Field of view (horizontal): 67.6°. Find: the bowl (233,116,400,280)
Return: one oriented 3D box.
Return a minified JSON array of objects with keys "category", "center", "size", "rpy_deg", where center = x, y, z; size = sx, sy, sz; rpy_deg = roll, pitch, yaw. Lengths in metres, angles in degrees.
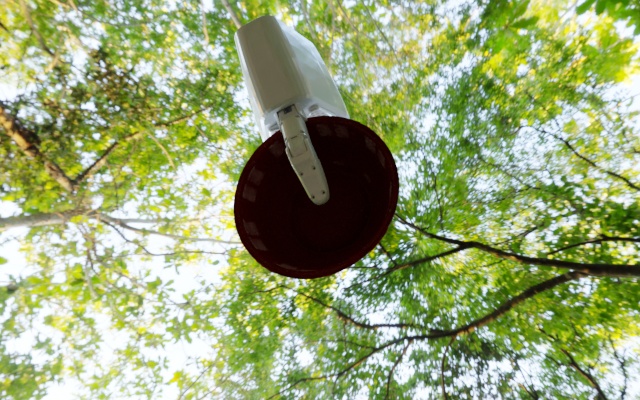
[{"category":"bowl","center":[0.000,0.003,0.461],"size":[0.162,0.162,0.055],"rpy_deg":[0,-21,20]}]
